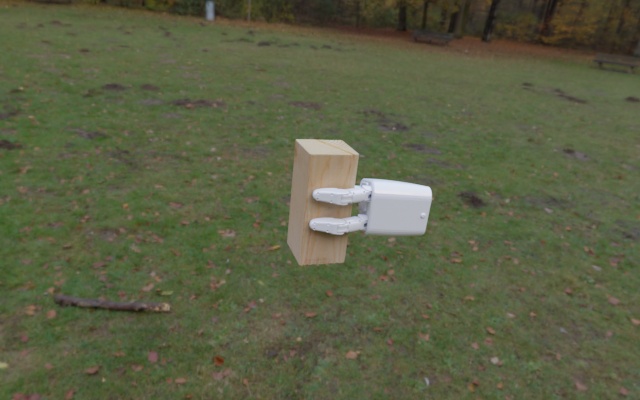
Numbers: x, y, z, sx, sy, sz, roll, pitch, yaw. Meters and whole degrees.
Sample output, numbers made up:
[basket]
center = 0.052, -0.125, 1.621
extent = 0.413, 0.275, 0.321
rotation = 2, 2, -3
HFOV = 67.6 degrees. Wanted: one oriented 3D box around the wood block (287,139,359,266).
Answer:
[wood block]
center = 0.000, 0.003, 0.854
extent = 0.090, 0.206, 0.090
rotation = -2, 23, -18
